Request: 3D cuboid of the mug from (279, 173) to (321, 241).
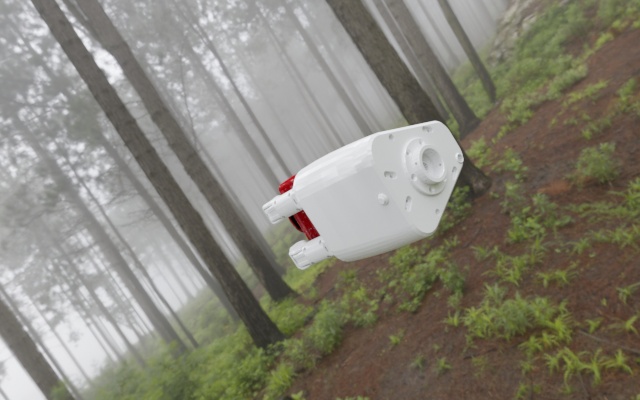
[{"bbox_3d":[-0.001,0.002,0.539,0.093,0.081,0.117,-36,8,-39],"label":"mug"}]
